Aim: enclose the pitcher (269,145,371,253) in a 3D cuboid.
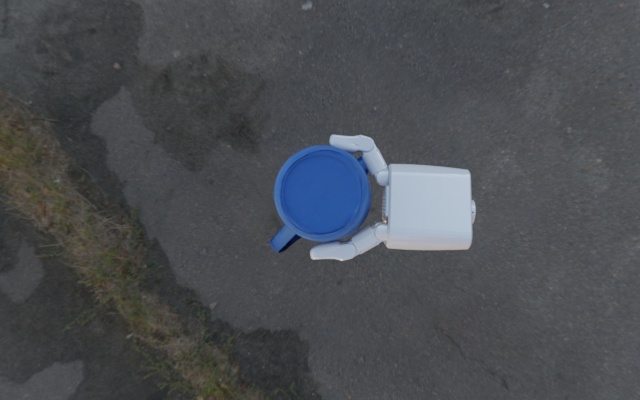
[{"bbox_3d":[0.000,0.002,0.640,0.145,0.149,0.243,2,-1,3],"label":"pitcher"}]
